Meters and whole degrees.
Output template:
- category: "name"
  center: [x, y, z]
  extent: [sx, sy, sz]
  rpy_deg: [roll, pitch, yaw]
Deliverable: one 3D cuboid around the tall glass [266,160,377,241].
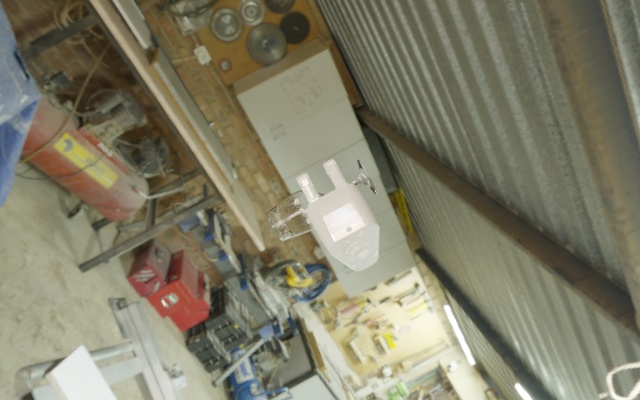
- category: "tall glass"
  center: [0.001, 0.003, 0.897]
  extent: [0.201, 0.079, 0.079]
  rpy_deg: [-28, 0, 0]
